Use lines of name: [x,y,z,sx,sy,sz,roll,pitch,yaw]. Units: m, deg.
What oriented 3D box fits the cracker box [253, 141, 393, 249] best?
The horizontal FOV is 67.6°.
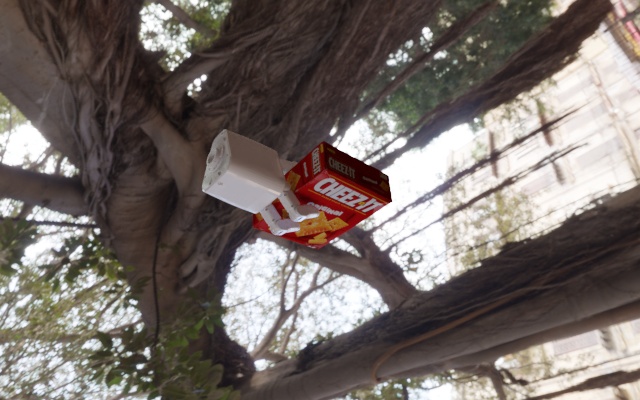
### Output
cracker box: [0.000,0.003,0.885,0.164,0.072,0.214,23,-43,-34]
